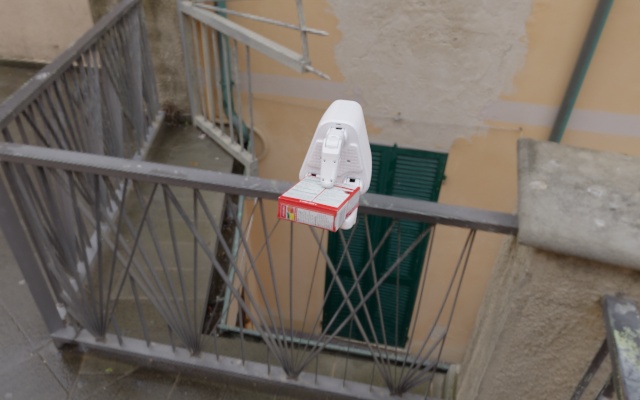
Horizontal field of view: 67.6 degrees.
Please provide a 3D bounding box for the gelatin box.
[{"bbox_3d":[0.000,0.002,0.572,0.073,0.030,0.089,13,24,18],"label":"gelatin box"}]
